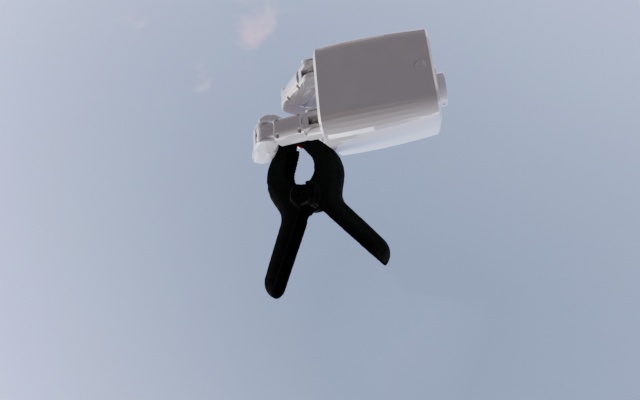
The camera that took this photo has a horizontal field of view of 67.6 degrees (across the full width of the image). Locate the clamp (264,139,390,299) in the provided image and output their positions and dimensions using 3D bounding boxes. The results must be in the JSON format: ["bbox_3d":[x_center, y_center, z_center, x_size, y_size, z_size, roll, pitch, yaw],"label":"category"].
[{"bbox_3d":[0.000,0.002,0.455,0.120,0.171,0.039,-9,-19,12],"label":"clamp"}]
